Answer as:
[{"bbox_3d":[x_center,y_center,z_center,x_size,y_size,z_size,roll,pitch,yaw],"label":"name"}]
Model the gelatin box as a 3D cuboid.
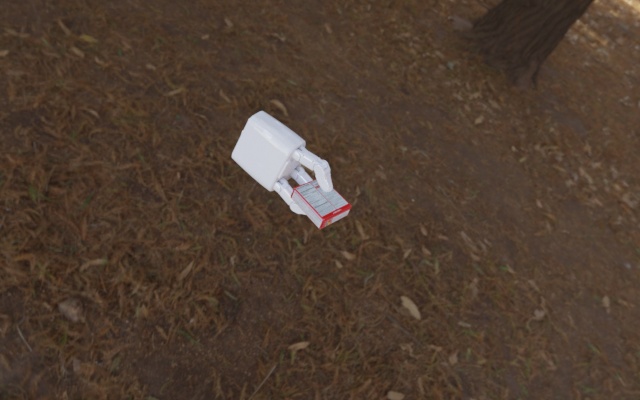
[{"bbox_3d":[0.000,0.003,0.877,0.073,0.030,0.089,-25,60,-39],"label":"gelatin box"}]
